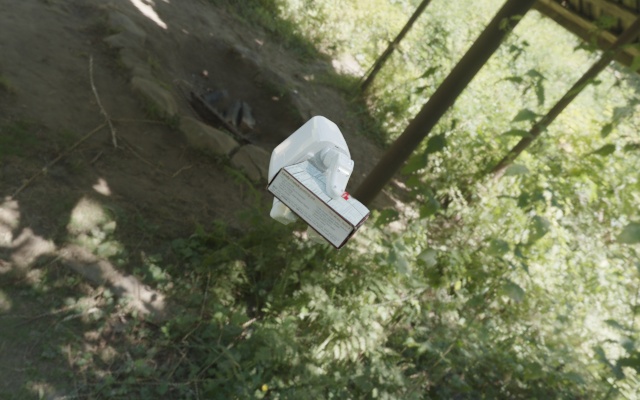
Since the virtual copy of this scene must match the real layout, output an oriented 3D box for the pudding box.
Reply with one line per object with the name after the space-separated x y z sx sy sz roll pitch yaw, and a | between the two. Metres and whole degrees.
0.000 0.002 0.574 0.113 0.039 0.090 38 19 7 | pudding box
